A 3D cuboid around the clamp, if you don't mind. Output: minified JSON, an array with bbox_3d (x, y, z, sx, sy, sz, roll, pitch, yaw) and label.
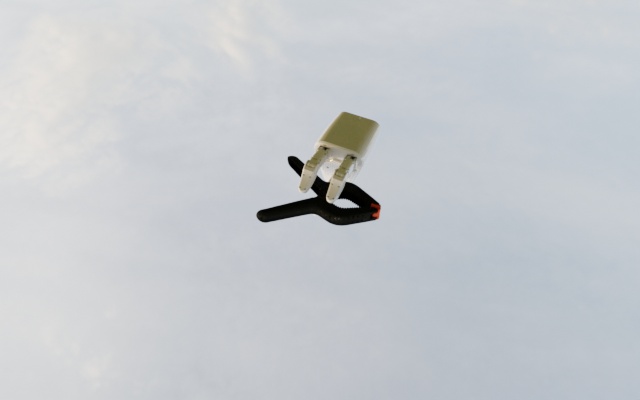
[{"bbox_3d":[0.001,0.003,0.850,0.210,0.164,0.036,19,-39,16],"label":"clamp"}]
